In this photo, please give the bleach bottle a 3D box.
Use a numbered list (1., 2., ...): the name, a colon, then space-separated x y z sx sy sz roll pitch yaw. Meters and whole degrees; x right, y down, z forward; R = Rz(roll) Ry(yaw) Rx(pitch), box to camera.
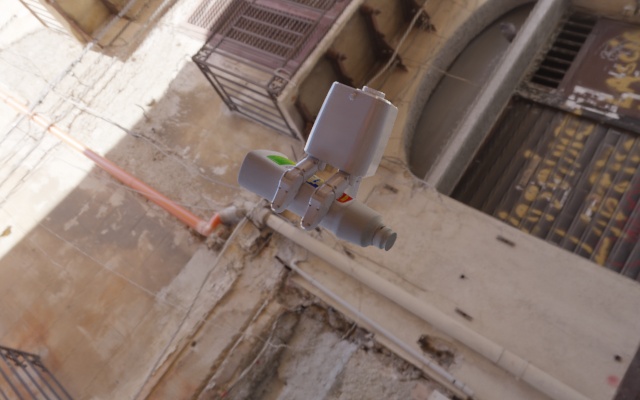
1. bleach bottle: 0.000 0.002 0.688 0.250 0.068 0.102 28 13 29
